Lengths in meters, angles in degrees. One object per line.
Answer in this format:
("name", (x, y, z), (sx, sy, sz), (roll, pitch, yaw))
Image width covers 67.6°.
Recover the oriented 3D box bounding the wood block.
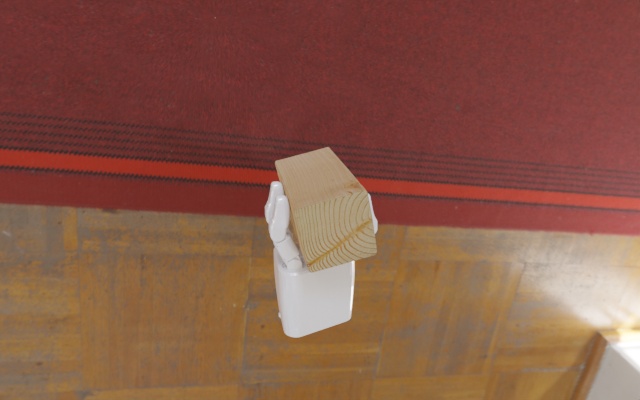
("wood block", (0.001, 0.002, 0.660), (0.091, 0.090, 0.206), (-15, 23, -7))
